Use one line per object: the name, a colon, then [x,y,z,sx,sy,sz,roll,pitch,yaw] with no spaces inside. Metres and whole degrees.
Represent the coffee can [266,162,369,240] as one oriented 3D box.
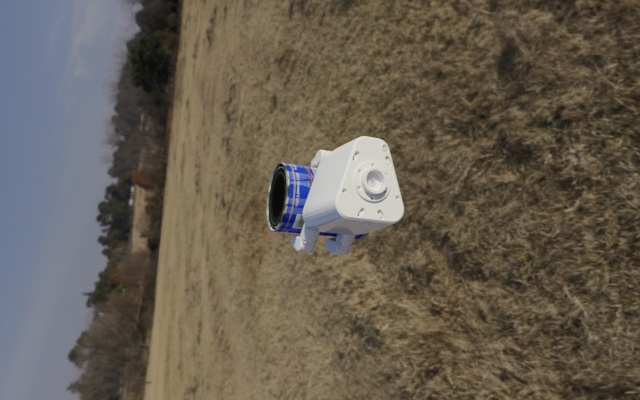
coffee can: [0.000,0.002,0.718,0.140,0.103,0.103,7,-2,-21]
